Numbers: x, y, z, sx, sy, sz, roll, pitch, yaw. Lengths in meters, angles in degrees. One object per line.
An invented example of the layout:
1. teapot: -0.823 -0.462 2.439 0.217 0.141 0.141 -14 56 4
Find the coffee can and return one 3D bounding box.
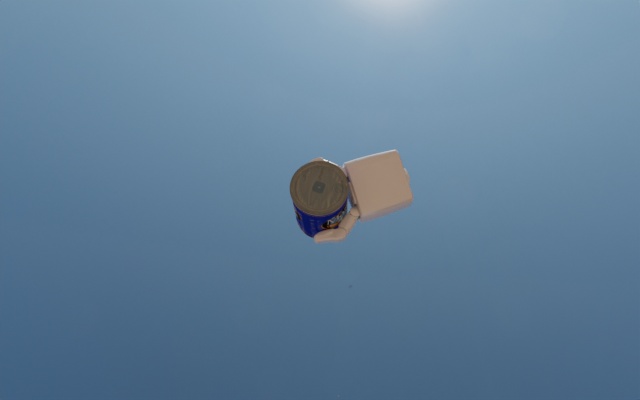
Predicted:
1. coffee can: 0.000 0.003 0.888 0.103 0.102 0.140 0 -22 2
